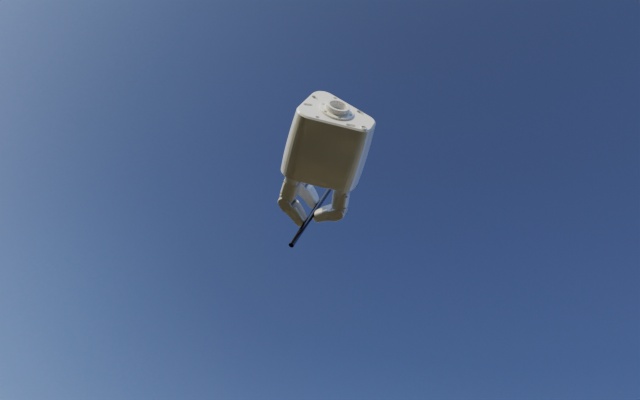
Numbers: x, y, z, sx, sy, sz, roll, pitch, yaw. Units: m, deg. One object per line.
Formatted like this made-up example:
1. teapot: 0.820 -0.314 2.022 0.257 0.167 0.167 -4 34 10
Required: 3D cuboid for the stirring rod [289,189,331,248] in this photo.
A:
1. stirring rod: 0.000 0.003 0.789 0.011 0.011 0.239 0 32 25
